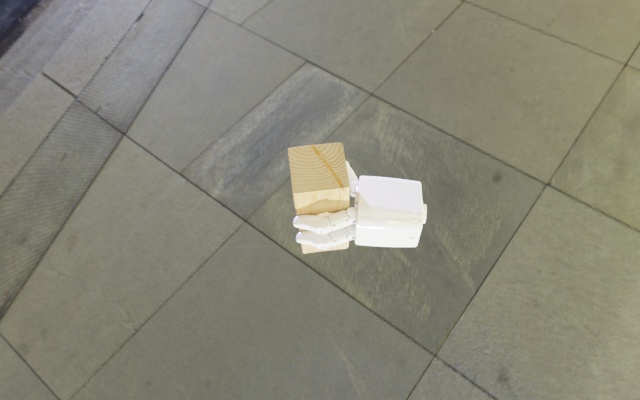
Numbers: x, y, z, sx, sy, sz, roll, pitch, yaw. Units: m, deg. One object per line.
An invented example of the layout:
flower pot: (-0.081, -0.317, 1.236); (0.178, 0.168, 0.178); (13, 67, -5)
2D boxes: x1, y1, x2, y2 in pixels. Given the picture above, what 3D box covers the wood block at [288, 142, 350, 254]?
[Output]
wood block: (0.000, 0.002, 0.825); (0.090, 0.090, 0.206); (-7, -33, -2)
